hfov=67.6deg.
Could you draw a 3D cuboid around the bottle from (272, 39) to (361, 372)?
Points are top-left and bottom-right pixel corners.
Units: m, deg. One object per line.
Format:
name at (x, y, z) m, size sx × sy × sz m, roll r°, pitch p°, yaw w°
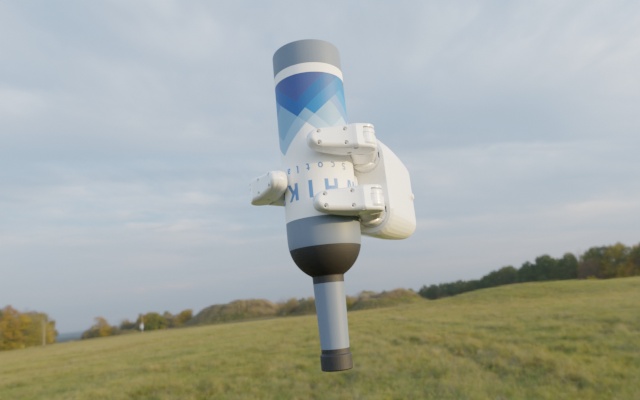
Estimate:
bottle at (0.000, 0.001, 0.439) m, size 0.069 × 0.295 × 0.069 m, roll -5°, pitch -12°, yaw -1°
